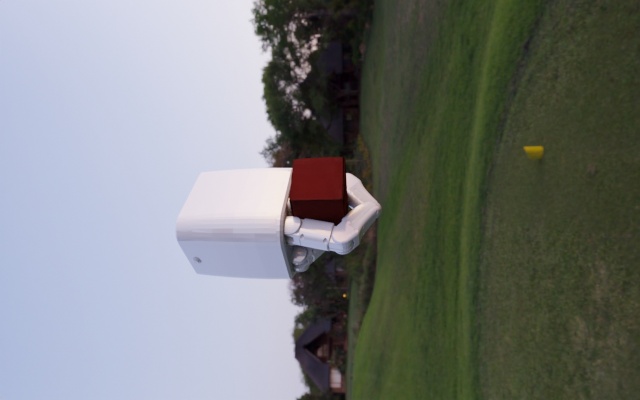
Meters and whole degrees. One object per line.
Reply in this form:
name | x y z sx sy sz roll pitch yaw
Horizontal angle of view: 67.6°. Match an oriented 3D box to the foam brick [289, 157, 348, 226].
foam brick | 0.000 0.001 0.475 0.051 0.053 0.078 1 -37 6
